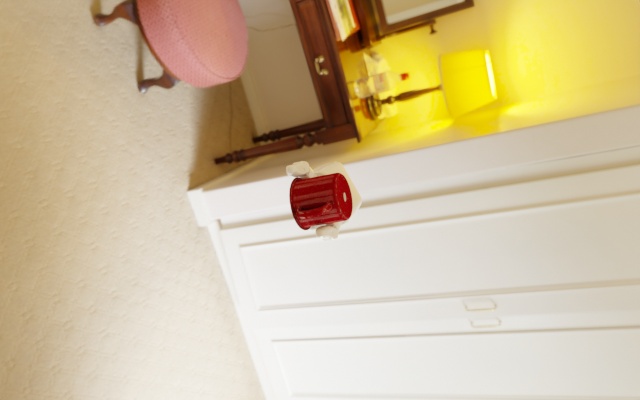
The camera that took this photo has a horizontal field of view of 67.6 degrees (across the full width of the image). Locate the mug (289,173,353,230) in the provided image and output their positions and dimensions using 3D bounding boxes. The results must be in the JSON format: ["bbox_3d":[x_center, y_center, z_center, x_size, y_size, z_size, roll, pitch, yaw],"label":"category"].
[{"bbox_3d":[0.000,0.003,0.795,0.081,0.093,0.117,-10,13,22],"label":"mug"}]
